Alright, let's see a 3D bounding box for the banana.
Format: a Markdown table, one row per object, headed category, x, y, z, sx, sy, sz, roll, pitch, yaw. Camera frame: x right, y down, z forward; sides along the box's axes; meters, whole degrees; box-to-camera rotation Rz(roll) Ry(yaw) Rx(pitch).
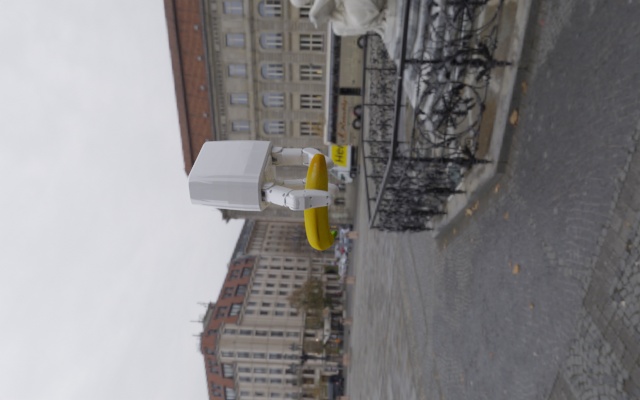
| category | x | y | z | sx | sy | sz | roll | pitch | yaw |
| --- | --- | --- | --- | --- | --- | --- | --- | --- | --- |
| banana | -0.002 | 0.019 | 0.718 | 0.037 | 0.069 | 0.198 | 4 | -39 | 10 |
